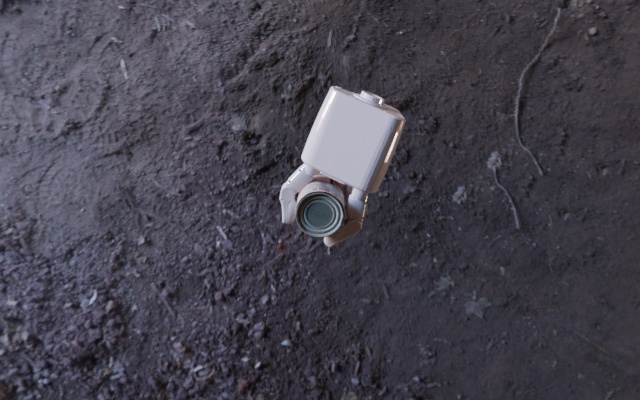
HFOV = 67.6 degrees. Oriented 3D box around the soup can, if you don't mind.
[{"bbox_3d":[0.000,0.003,0.679,0.068,0.068,0.102,0,21,1],"label":"soup can"}]
